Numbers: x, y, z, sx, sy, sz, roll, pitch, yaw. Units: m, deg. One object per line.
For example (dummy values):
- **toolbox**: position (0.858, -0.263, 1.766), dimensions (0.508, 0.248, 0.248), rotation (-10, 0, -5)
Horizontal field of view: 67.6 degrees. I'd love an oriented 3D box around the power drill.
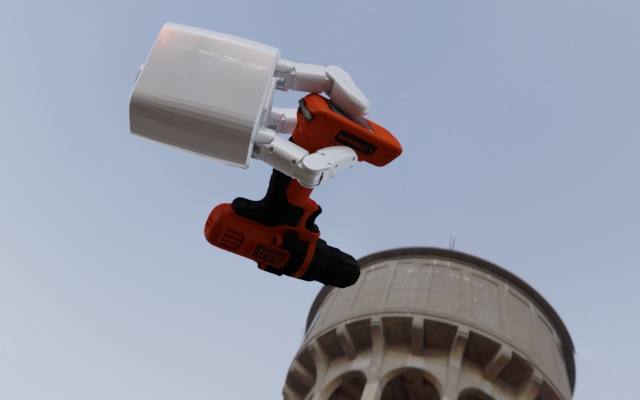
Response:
- **power drill**: position (0.000, 0.001, 0.487), dimensions (0.184, 0.188, 0.057), rotation (23, 22, -26)
